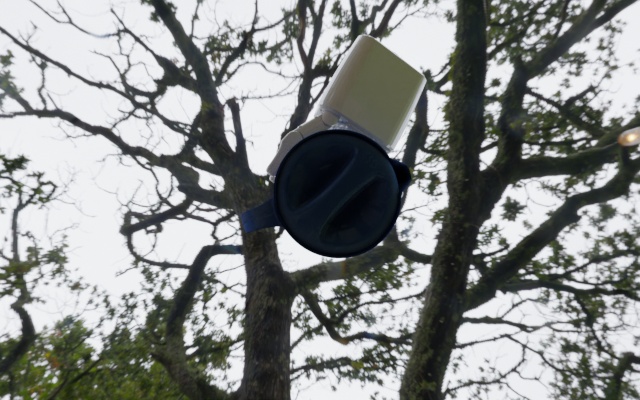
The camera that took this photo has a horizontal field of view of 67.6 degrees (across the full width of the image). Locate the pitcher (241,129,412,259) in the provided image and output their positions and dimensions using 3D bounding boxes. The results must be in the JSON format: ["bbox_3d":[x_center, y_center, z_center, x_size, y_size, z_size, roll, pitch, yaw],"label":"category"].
[{"bbox_3d":[0.000,0.002,0.600,0.149,0.145,0.243,26,-5,-2],"label":"pitcher"}]
